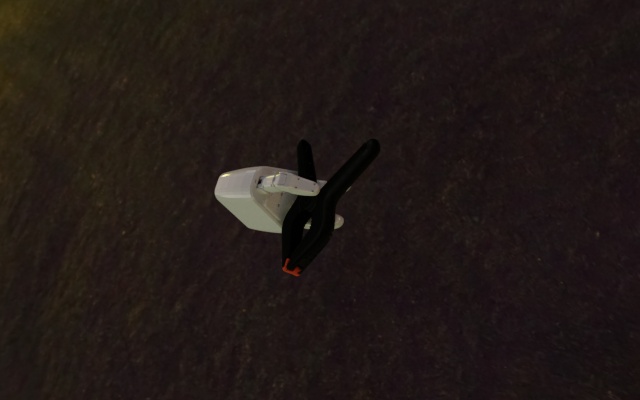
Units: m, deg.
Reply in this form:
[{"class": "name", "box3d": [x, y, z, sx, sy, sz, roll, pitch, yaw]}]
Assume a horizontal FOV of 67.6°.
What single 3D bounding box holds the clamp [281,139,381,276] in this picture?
[{"class": "clamp", "box3d": [-0.001, 0.002, 0.665, 0.036, 0.210, 0.164, 27, -19, -38]}]
